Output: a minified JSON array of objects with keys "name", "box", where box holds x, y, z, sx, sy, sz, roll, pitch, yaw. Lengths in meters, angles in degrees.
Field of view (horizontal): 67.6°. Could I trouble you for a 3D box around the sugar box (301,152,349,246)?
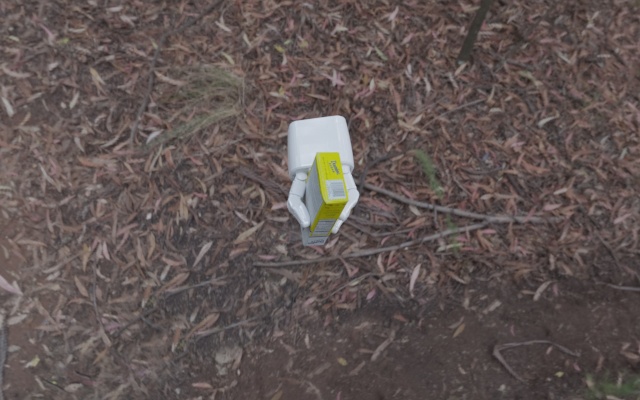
[{"name":"sugar box","box":[0.001,0.002,0.821,0.048,0.093,0.176,-3,-26,-13]}]
